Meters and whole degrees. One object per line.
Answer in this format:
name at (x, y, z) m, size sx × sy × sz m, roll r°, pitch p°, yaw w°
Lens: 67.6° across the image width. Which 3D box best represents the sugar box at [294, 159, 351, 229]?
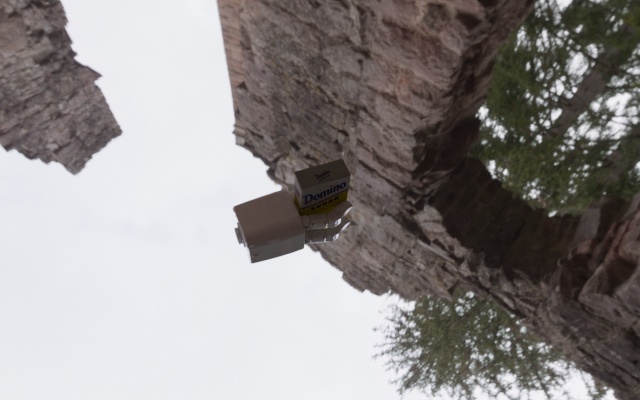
sugar box at (0.000, 0.003, 0.883) m, size 0.093 × 0.048 × 0.176 m, roll -17°, pitch -29°, yaw -13°
